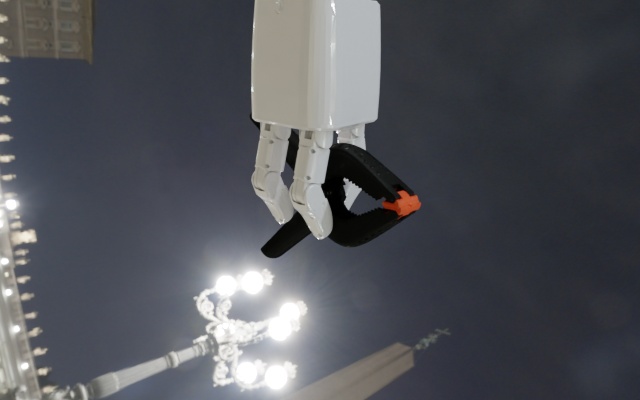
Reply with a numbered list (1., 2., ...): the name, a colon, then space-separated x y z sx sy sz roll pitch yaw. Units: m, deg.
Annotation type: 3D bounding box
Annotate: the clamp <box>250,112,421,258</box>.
1. clamp: 0.001 0.001 0.459 0.036 0.165 0.210 -15 23 -41
